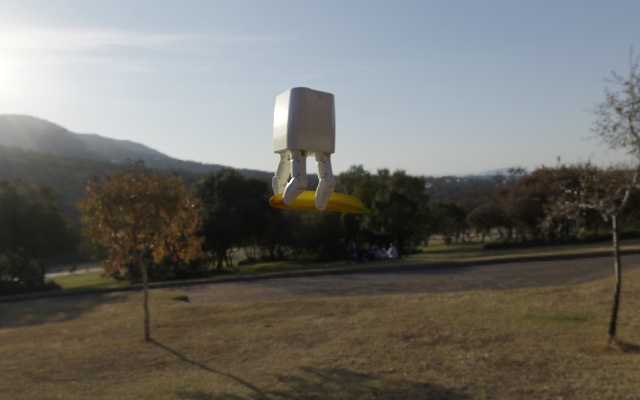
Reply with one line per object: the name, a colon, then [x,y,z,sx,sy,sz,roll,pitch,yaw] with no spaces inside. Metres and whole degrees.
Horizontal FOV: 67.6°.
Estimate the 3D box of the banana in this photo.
banana: [-0.002,0.002,0.890,0.198,0.037,0.069,4,3,-16]
